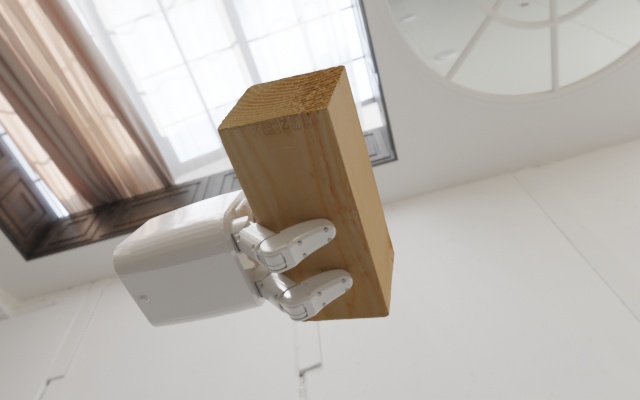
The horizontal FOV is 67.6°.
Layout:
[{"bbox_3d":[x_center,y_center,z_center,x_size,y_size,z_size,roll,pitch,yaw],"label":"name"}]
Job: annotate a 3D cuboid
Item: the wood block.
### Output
[{"bbox_3d":[0.000,0.001,0.423,0.090,0.206,0.090,-8,33,17],"label":"wood block"}]
